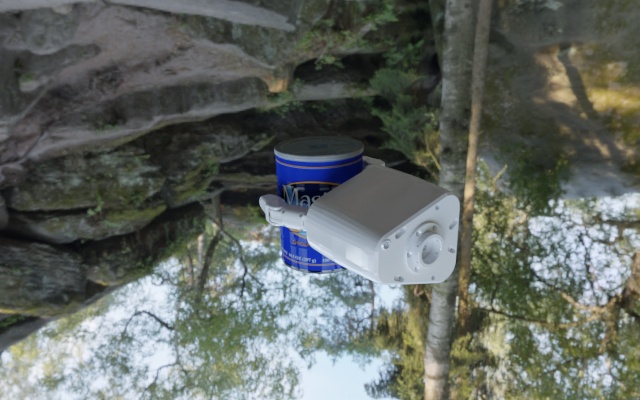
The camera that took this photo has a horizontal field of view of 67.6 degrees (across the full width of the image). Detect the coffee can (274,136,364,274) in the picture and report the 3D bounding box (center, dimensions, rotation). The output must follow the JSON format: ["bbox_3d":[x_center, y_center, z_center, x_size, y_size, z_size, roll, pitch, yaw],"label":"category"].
[{"bbox_3d":[0.000,0.002,0.571,0.103,0.140,0.102,-2,20,1],"label":"coffee can"}]
